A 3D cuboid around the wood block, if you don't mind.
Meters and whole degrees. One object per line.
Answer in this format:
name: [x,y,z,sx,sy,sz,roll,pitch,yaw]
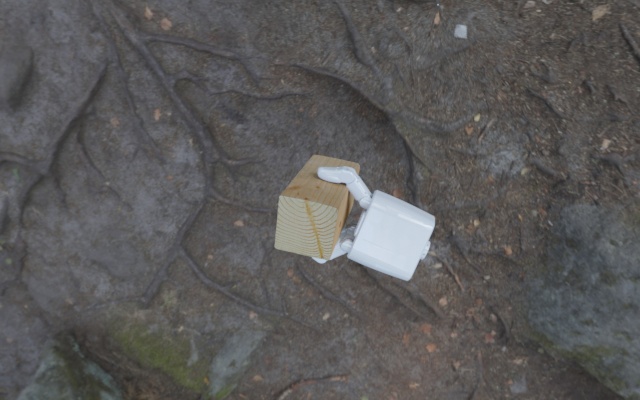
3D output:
wood block: [0.001,0.002,0.789,0.090,0.091,0.206,12,24,9]
